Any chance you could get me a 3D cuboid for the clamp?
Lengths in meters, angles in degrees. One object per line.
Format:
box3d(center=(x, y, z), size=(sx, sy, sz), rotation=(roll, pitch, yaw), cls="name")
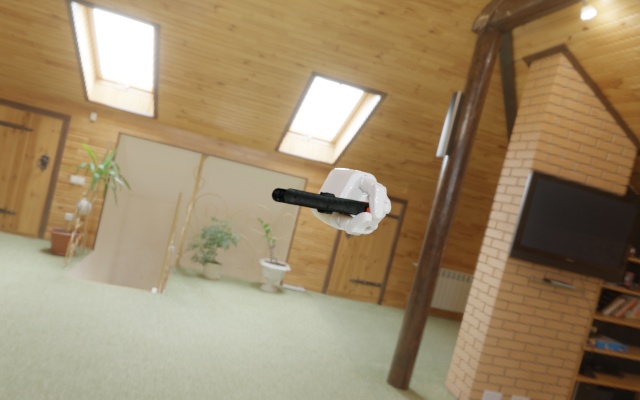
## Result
box3d(center=(0.000, 0.002, 0.809), size=(0.171, 0.039, 0.120), rotation=(13, 4, -24), cls="clamp")
